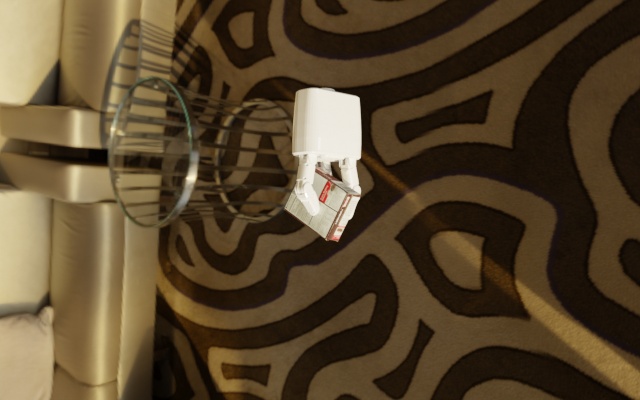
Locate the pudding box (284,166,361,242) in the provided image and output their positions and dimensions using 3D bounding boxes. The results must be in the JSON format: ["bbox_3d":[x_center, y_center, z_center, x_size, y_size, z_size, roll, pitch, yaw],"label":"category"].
[{"bbox_3d":[0.000,0.003,0.801,0.113,0.090,0.039,35,17,36],"label":"pudding box"}]
